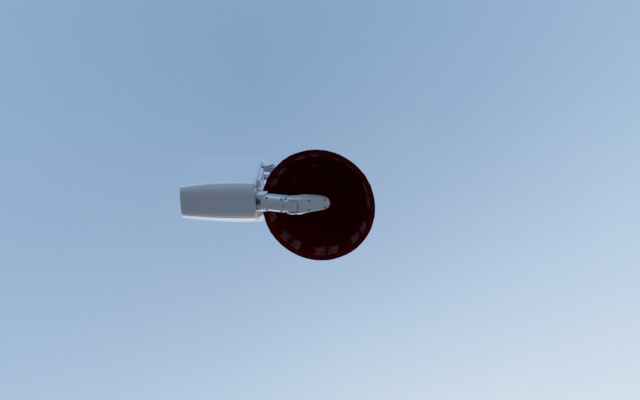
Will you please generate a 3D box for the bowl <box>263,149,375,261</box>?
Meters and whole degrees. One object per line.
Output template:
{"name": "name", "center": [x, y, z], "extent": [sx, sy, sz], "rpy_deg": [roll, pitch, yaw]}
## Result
{"name": "bowl", "center": [0.001, 0.003, 0.691], "extent": [0.162, 0.162, 0.055], "rpy_deg": [0, 15, 11]}
